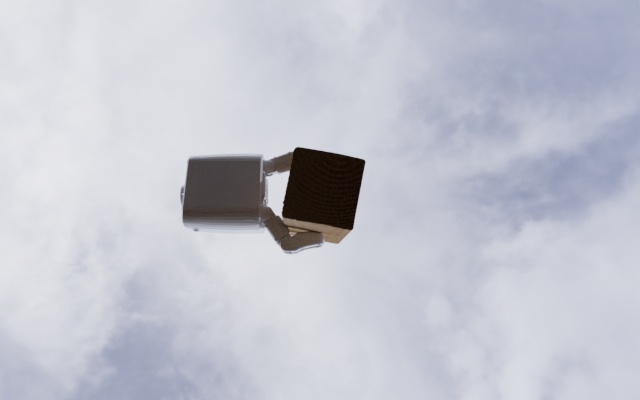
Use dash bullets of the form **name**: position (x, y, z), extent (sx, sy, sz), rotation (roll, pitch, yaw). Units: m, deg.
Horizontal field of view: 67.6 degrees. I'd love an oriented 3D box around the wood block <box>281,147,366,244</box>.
- **wood block**: position (0.000, 0.002, 0.668), extent (0.090, 0.091, 0.206), rotation (10, -10, -1)
